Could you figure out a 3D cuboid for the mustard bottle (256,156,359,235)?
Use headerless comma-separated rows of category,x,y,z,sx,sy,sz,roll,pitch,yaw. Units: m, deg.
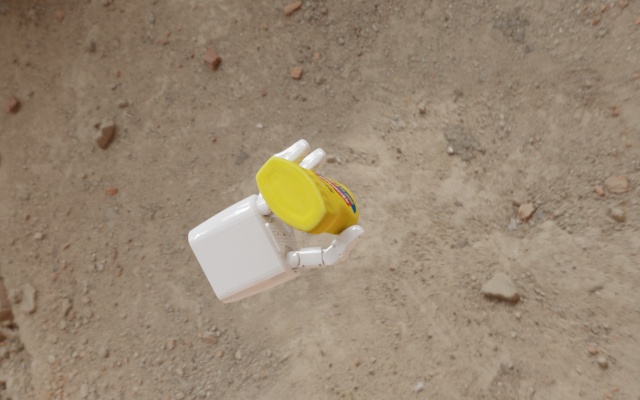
mustard bottle,0.000,0.002,0.594,0.096,0.058,0.191,44,10,19
